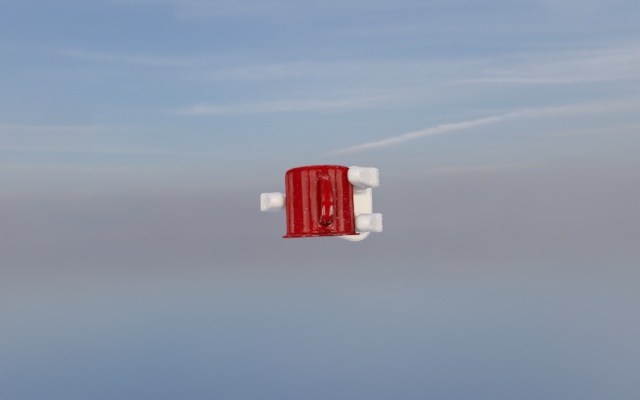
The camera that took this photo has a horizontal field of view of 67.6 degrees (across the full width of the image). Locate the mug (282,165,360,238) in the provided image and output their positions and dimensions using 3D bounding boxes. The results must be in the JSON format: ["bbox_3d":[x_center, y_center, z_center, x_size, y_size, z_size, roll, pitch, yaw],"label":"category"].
[{"bbox_3d":[0.000,0.002,0.559,0.093,0.081,0.117,-2,-4,-4],"label":"mug"}]
